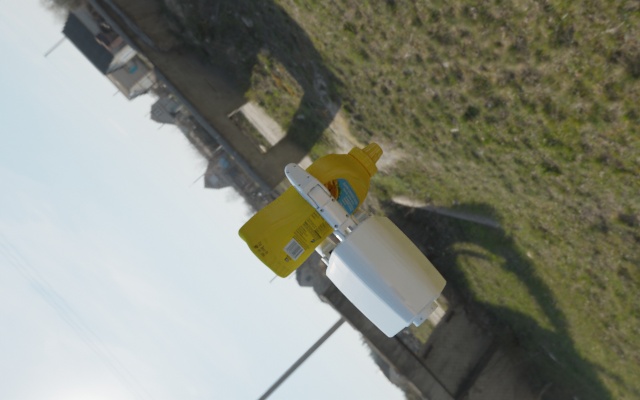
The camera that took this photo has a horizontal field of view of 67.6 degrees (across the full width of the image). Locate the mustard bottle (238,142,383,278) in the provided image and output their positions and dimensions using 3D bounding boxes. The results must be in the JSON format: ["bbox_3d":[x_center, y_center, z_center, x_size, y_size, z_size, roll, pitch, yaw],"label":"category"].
[{"bbox_3d":[0.000,0.002,0.562,0.058,0.191,0.096,43,-7,39],"label":"mustard bottle"}]
